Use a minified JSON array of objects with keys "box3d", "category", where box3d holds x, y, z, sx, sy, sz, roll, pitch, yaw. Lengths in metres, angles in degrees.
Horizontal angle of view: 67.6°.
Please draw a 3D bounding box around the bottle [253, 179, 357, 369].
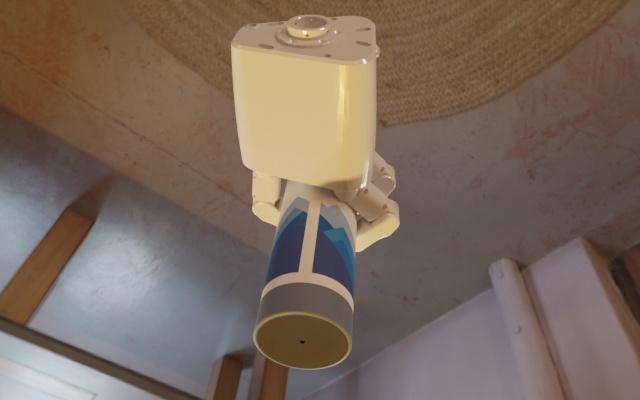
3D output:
[{"box3d":[0.000,0.002,0.431,0.069,0.069,0.295,0,40,6],"category":"bottle"}]
